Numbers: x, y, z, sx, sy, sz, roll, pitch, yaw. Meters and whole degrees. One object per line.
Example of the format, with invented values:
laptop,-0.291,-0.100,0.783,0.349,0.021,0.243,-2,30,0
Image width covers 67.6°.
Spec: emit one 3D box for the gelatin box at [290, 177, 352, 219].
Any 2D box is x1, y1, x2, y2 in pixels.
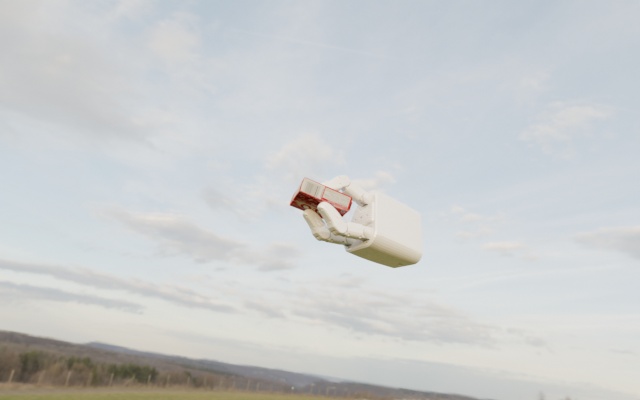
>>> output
gelatin box,0.000,0.002,0.796,0.089,0.030,0.073,23,-24,-8
